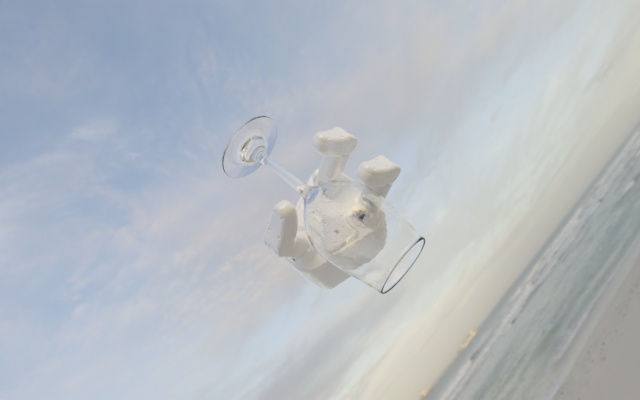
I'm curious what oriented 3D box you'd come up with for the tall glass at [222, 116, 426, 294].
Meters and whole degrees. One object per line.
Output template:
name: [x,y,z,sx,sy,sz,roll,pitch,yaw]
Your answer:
tall glass: [-0.001,0.001,0.453,0.201,0.079,0.079,38,17,23]
